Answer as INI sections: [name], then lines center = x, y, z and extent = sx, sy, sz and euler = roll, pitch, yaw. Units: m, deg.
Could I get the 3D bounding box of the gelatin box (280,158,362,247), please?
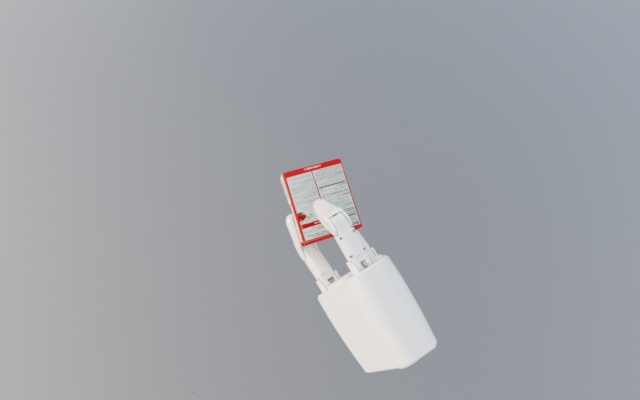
[gelatin box]
center = 0.000, 0.001, 0.564
extent = 0.073, 0.089, 0.030
euler = -16, -7, -12
